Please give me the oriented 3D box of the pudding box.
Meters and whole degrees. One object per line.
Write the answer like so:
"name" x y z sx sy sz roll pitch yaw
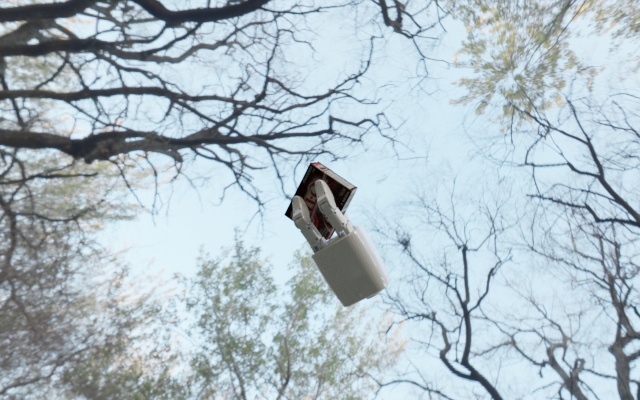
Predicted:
"pudding box" 0.000 0.003 0.824 0.090 0.113 0.039 34 21 15
